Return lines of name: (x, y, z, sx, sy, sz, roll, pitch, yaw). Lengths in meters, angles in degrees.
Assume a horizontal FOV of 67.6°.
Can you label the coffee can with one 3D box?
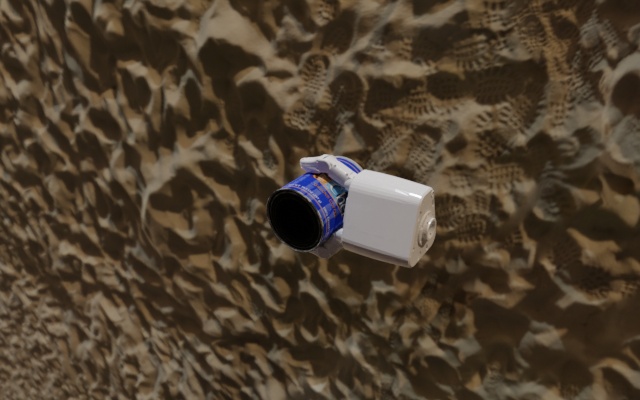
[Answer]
coffee can: (0.000, 0.002, 0.738, 0.103, 0.103, 0.140, 0, 23, 38)
